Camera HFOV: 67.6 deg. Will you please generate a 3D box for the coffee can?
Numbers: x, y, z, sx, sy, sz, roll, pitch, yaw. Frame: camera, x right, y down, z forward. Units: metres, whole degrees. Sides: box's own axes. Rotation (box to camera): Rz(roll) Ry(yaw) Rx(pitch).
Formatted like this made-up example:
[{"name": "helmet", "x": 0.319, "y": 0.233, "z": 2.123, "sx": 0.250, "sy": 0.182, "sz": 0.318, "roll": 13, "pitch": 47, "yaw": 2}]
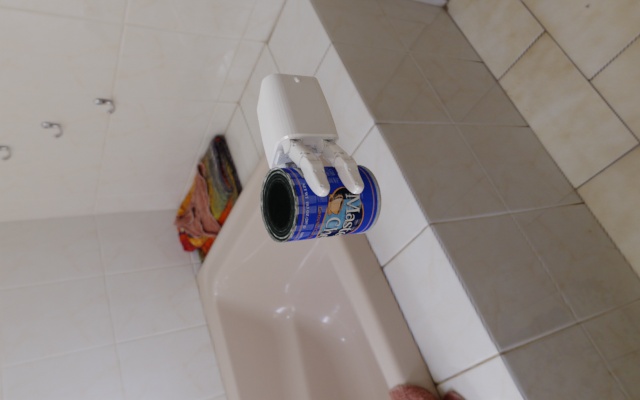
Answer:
[{"name": "coffee can", "x": 0.000, "y": 0.002, "z": 0.677, "sx": 0.140, "sy": 0.103, "sz": 0.103, "roll": -4, "pitch": 2, "yaw": -33}]
